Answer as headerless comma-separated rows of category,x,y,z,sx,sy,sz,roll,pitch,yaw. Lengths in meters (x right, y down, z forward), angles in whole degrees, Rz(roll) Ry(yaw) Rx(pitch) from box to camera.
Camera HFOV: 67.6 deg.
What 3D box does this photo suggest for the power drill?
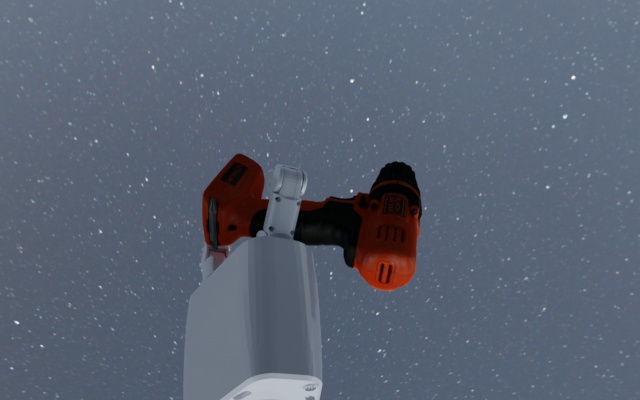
power drill,0.000,0.002,0.444,0.187,0.057,0.184,7,28,8
